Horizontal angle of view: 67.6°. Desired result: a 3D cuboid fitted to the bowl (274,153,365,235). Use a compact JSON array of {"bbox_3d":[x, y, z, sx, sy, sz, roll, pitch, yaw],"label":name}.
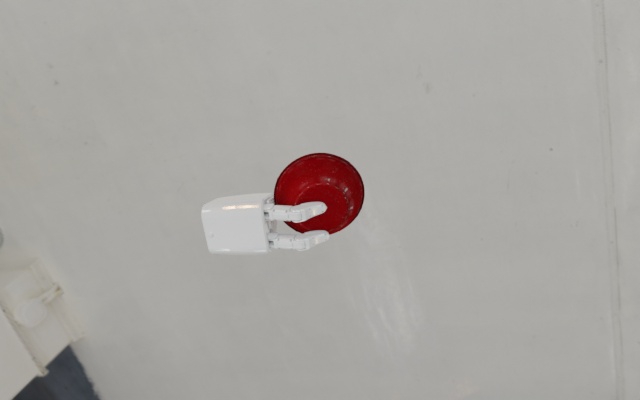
[{"bbox_3d":[0.001,0.002,0.818,0.162,0.162,0.055,0,25,-5],"label":"bowl"}]
